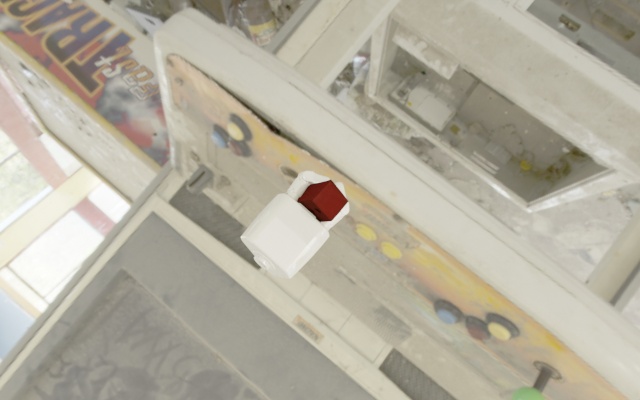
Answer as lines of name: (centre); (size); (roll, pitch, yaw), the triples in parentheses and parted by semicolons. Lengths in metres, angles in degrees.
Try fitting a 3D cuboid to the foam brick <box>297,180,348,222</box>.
foam brick: (0.000, 0.003, 0.834); (0.051, 0.053, 0.078); (-48, 17, -23)
